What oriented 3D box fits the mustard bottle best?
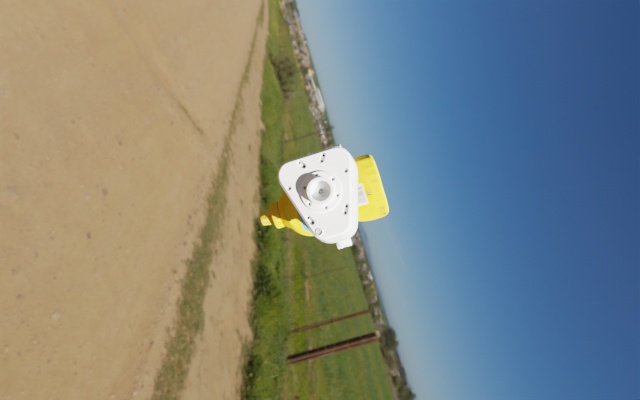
[{"bbox_3d":[0.000,0.002,0.727,0.191,0.096,0.058,-17,17,5],"label":"mustard bottle"}]
